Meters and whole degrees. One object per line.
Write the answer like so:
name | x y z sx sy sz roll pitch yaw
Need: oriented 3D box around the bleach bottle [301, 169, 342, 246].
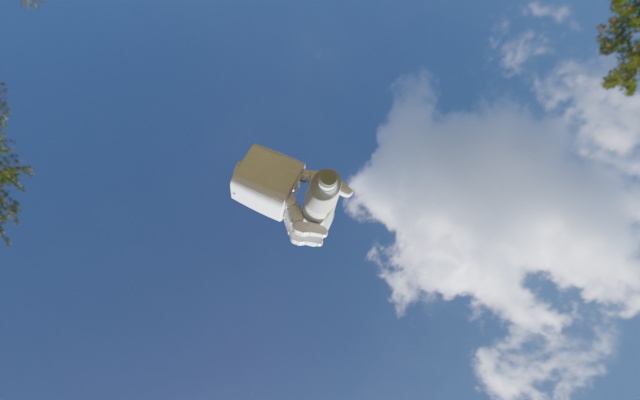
bleach bottle | 0.000 0.003 0.873 0.068 0.102 0.251 25 -23 2
